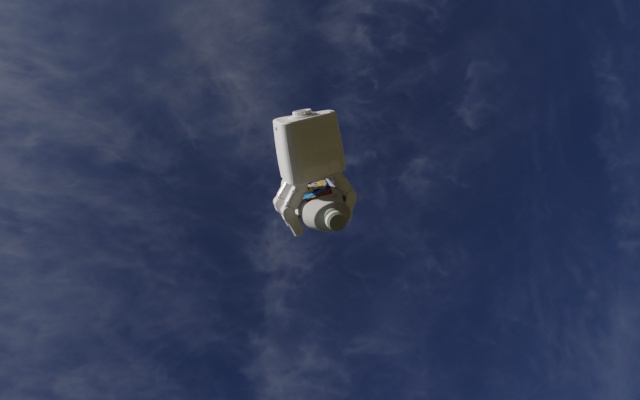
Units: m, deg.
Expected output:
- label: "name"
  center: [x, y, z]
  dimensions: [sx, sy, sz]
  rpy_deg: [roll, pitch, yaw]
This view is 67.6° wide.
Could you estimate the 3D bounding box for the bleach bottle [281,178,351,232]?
- label: "bleach bottle"
  center: [0.000, 0.003, 0.863]
  dimensions: [0.102, 0.068, 0.250]
  rpy_deg: [-12, 17, -14]
